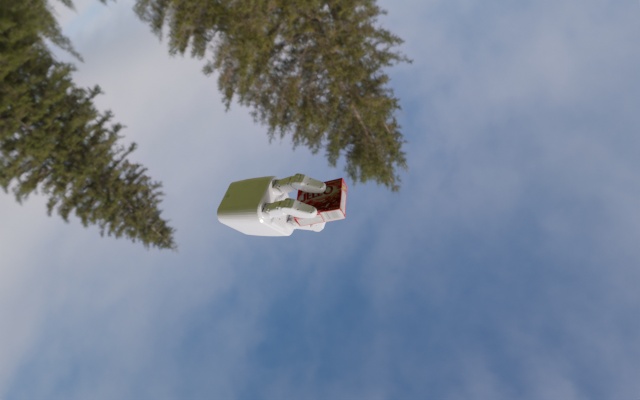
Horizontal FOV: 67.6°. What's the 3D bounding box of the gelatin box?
[{"bbox_3d":[0.001,0.003,0.839,0.089,0.073,0.030,-11,-44,20],"label":"gelatin box"}]
